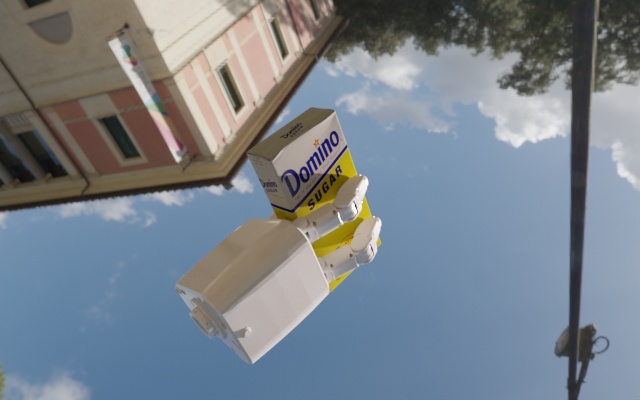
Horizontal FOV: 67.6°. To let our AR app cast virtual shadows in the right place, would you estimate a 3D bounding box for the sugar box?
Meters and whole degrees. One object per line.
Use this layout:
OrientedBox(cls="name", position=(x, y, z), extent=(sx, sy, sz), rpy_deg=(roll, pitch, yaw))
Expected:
OrientedBox(cls="sugar box", position=(0.000, 0.002, 0.505), extent=(0.093, 0.176, 0.048), rpy_deg=(-41, 38, -27))
